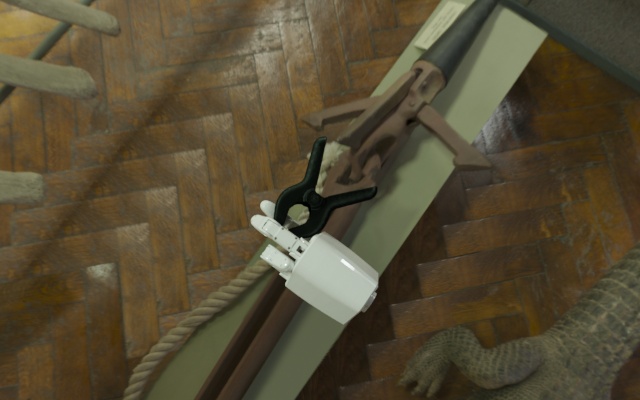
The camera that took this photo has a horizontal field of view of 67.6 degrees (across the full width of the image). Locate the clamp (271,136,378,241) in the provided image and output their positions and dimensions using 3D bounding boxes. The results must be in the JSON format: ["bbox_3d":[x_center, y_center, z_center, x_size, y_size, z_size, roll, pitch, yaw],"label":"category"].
[{"bbox_3d":[0.000,0.002,0.696,0.120,0.171,0.039,35,-12,5],"label":"clamp"}]
